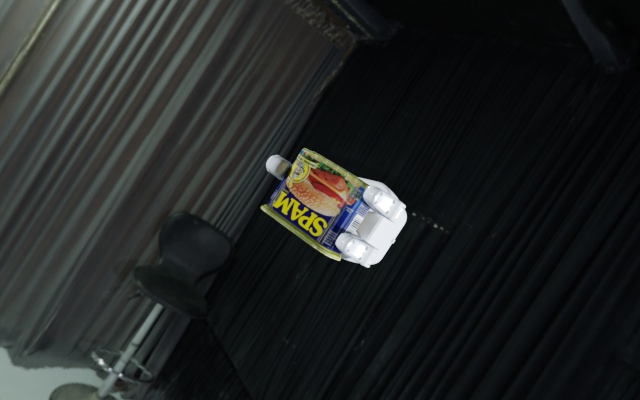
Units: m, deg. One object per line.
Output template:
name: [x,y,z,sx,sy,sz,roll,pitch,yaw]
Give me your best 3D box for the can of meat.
can of meat: [0.000,0.001,0.517,0.102,0.084,0.057,34,1,29]
